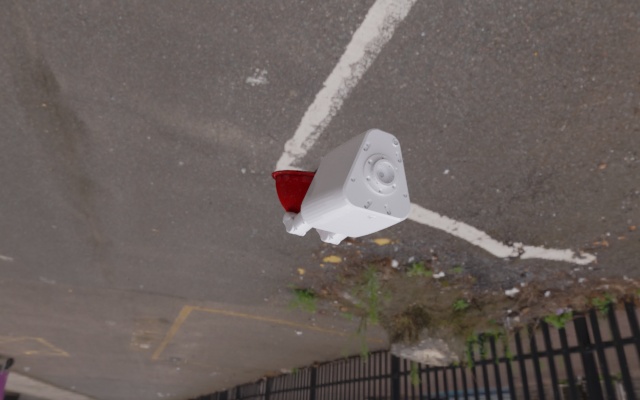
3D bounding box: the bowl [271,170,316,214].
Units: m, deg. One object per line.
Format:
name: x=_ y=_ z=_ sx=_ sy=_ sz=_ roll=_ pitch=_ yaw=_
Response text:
bowl: x=0.000 y=0.003 z=0.719 sx=0.162 sy=0.055 sz=0.162 roll=11 pitch=-9 yaw=2
